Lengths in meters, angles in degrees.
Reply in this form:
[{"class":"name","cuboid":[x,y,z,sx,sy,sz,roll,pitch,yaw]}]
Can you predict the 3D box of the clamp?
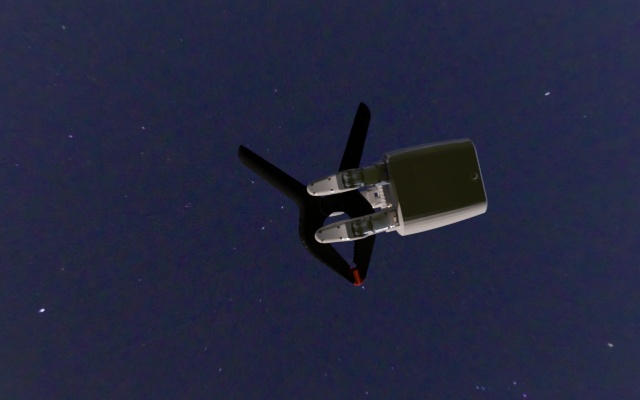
[{"class":"clamp","cuboid":[0.000,0.002,0.570,0.164,0.210,0.036,-13,1,-2]}]
